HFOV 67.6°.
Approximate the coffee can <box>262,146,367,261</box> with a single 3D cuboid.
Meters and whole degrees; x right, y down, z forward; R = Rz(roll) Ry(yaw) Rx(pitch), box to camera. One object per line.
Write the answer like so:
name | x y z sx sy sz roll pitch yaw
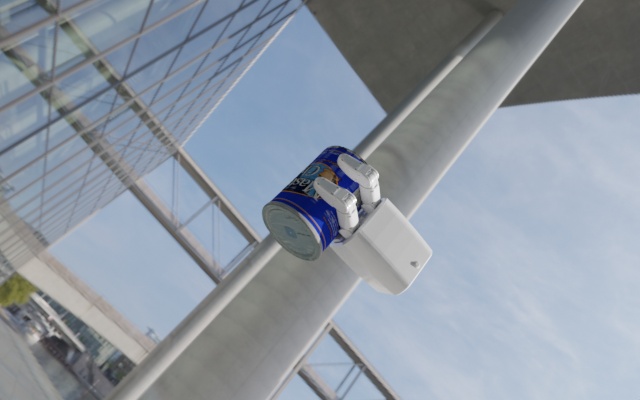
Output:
coffee can | 0.000 0.002 0.685 0.103 0.103 0.140 0 38 49
